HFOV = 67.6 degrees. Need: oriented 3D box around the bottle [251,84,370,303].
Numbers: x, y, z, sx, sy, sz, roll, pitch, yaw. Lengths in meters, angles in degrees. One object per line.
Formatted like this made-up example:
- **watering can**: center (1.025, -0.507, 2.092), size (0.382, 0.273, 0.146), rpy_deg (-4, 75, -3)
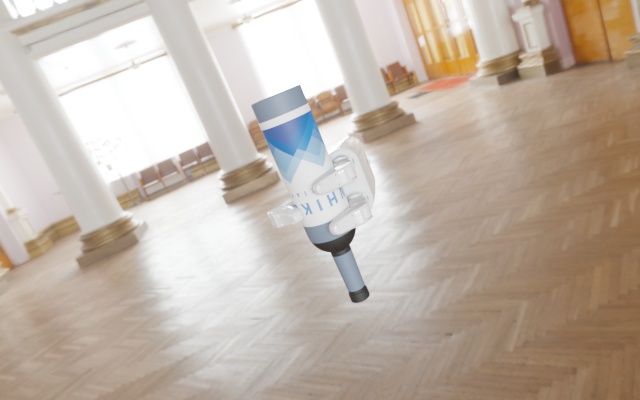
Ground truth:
- **bottle**: center (0.000, 0.002, 0.620), size (0.069, 0.296, 0.069), rpy_deg (-21, 14, 6)
